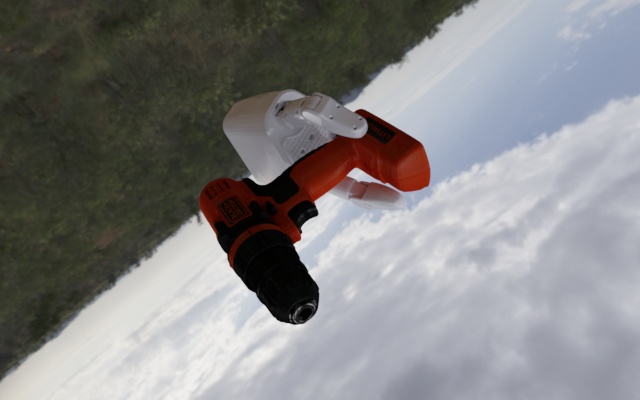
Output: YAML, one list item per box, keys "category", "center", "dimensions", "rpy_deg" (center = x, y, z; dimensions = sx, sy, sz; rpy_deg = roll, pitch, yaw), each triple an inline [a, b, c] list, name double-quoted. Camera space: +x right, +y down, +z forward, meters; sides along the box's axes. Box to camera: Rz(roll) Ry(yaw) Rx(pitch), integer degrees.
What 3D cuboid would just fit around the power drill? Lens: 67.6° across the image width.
- category: "power drill"
  center: [0.000, 0.001, 0.414]
  dimensions: [0.187, 0.057, 0.184]
  rpy_deg: [-31, 43, -14]
